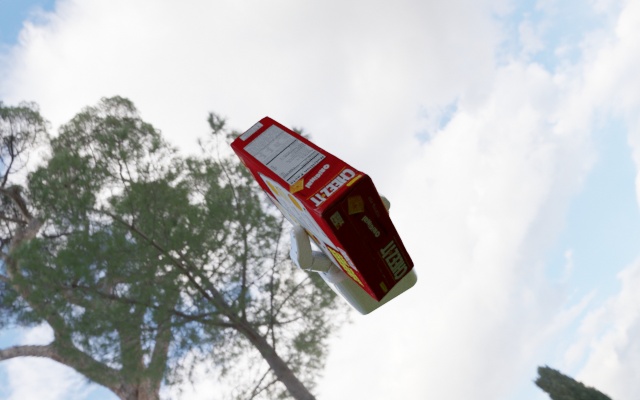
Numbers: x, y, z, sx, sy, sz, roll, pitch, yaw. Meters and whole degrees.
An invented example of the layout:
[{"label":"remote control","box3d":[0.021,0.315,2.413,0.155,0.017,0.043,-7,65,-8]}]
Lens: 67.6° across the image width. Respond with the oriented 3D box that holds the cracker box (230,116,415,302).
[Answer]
[{"label":"cracker box","box3d":[0.000,0.002,0.575,0.213,0.072,0.164,36,-15,47]}]
